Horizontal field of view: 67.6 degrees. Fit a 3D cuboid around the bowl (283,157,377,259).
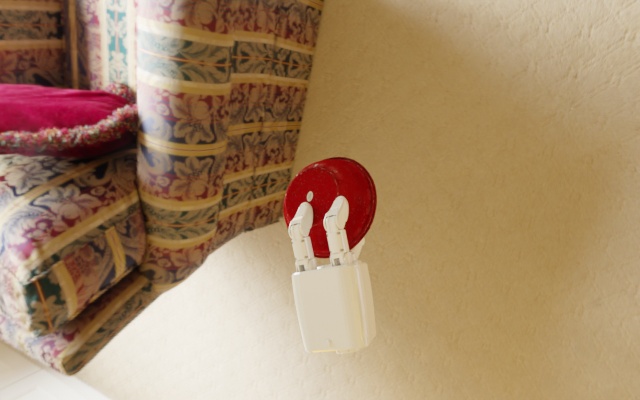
[{"bbox_3d":[0.000,0.001,0.711,0.162,0.162,0.055,0,-16,33],"label":"bowl"}]
